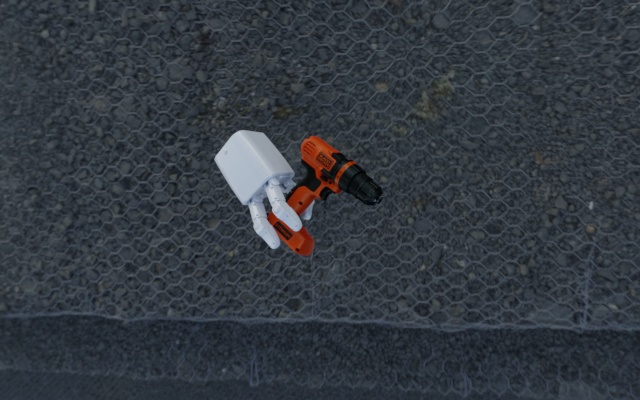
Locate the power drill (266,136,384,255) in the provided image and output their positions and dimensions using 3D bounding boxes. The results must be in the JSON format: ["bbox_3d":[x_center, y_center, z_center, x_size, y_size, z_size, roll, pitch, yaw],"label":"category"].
[{"bbox_3d":[0.000,0.003,0.847,0.184,0.188,0.057,41,12,29],"label":"power drill"}]
